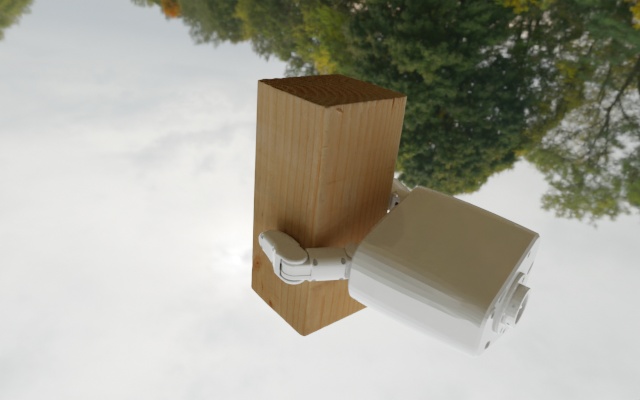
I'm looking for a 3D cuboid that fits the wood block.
[{"bbox_3d":[0.000,0.002,0.426,0.091,0.206,0.090,-15,32,-37],"label":"wood block"}]
